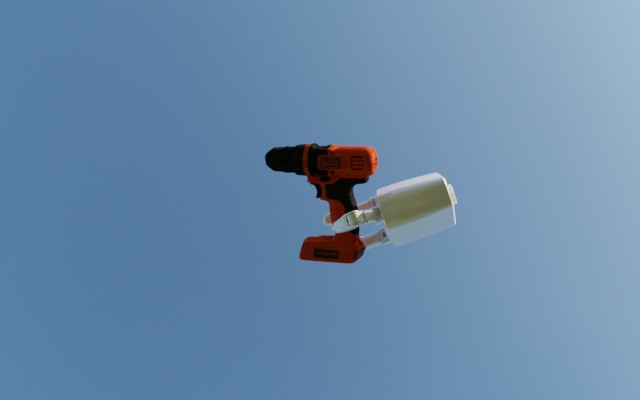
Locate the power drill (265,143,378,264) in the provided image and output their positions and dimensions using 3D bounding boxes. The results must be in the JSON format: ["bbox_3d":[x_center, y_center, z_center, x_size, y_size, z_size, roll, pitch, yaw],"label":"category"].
[{"bbox_3d":[0.000,0.003,0.763,0.184,0.188,0.057,3,15,21],"label":"power drill"}]
